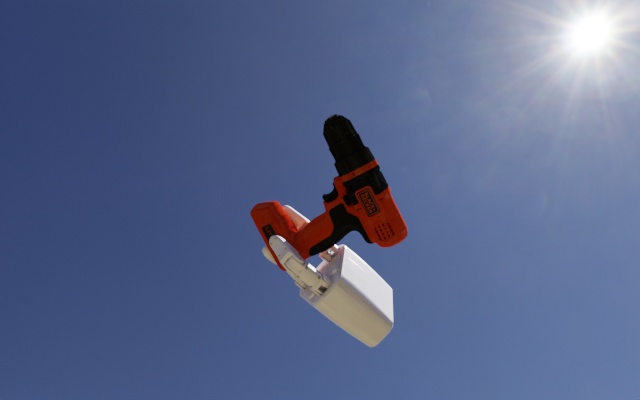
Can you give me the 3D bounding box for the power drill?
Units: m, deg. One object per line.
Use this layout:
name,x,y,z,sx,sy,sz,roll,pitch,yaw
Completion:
power drill,0.000,0.003,0.640,0.188,0.184,0.057,-26,2,25
